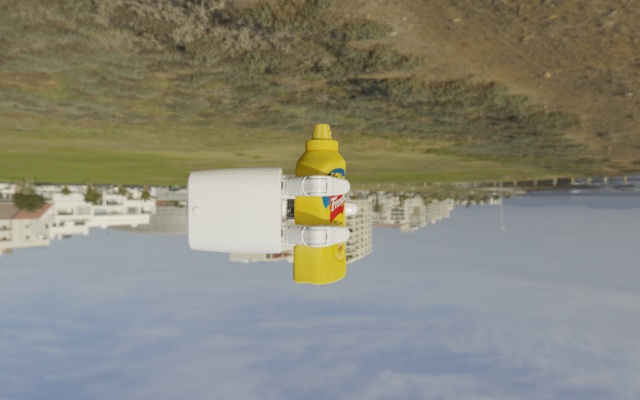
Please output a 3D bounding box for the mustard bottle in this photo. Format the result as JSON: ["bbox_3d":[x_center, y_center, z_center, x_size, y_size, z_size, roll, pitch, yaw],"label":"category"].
[{"bbox_3d":[0.000,0.002,0.591,0.058,0.191,0.096,0,1,24],"label":"mustard bottle"}]
